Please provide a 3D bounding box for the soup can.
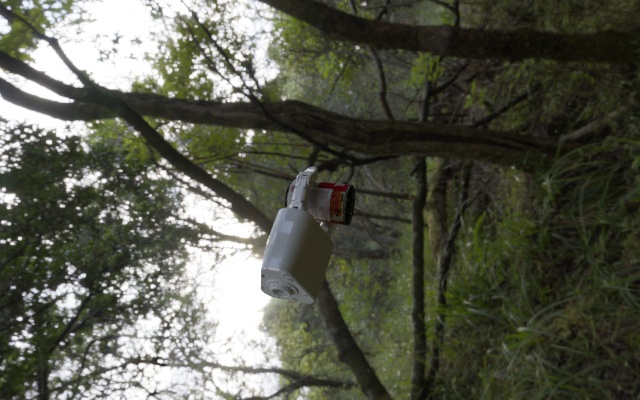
[{"bbox_3d":[0.000,0.002,0.789,0.102,0.068,0.068,6,2,16],"label":"soup can"}]
